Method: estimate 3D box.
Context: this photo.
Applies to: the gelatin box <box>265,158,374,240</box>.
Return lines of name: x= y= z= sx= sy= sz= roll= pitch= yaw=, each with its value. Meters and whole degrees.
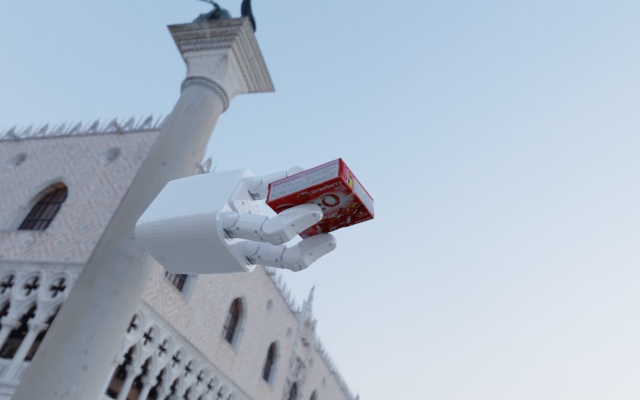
gelatin box: x=0.000 y=0.001 z=0.489 sx=0.089 sy=0.030 sz=0.073 roll=-19 pitch=-44 yaw=25
